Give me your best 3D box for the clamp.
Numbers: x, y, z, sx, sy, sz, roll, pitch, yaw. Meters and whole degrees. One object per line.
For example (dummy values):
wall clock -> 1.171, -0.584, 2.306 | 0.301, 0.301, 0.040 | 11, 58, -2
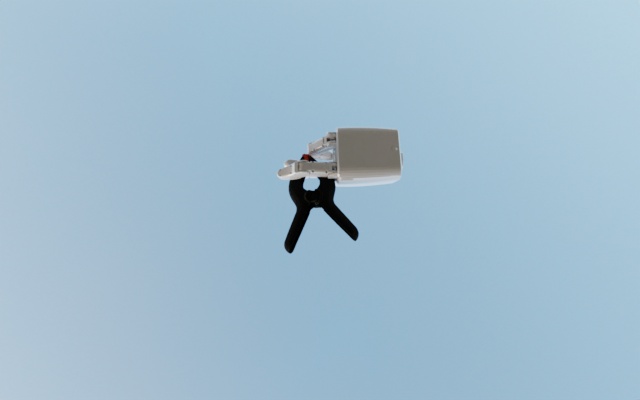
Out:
clamp -> 0.000, 0.003, 0.791 | 0.120, 0.171, 0.039 | -1, -19, -1
